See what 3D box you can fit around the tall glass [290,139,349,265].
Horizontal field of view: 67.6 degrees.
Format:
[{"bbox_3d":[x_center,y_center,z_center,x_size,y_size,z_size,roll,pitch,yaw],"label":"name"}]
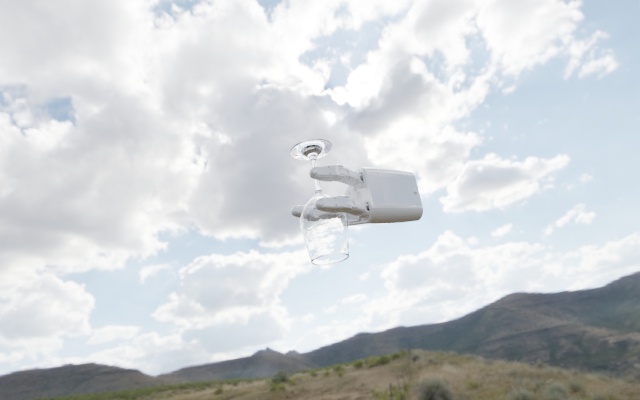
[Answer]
[{"bbox_3d":[0.000,0.002,0.794,0.079,0.201,0.079,-8,-21,-3],"label":"tall glass"}]
